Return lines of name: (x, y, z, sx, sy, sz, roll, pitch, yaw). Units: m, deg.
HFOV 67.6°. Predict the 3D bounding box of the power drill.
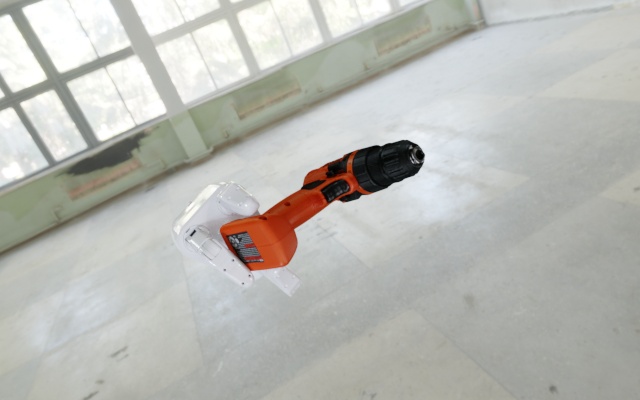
power drill: (0.000, 0.002, 0.507, 0.187, 0.057, 0.184, -33, 9, -36)
